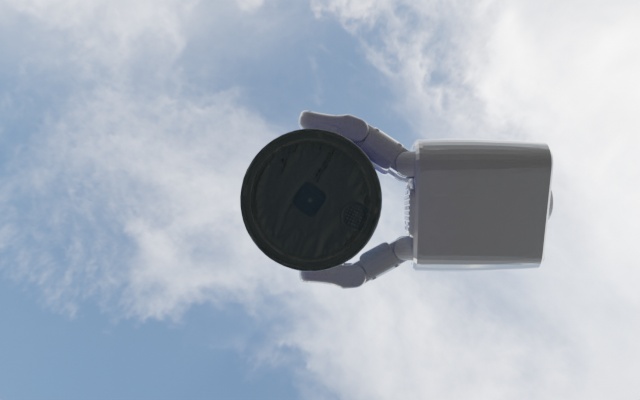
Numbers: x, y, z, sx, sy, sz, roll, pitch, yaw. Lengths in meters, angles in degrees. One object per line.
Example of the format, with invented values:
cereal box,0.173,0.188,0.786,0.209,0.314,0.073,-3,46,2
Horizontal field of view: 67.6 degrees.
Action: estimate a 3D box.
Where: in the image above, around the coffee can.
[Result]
coffee can,0.000,0.001,0.408,0.103,0.103,0.140,0,-1,6
